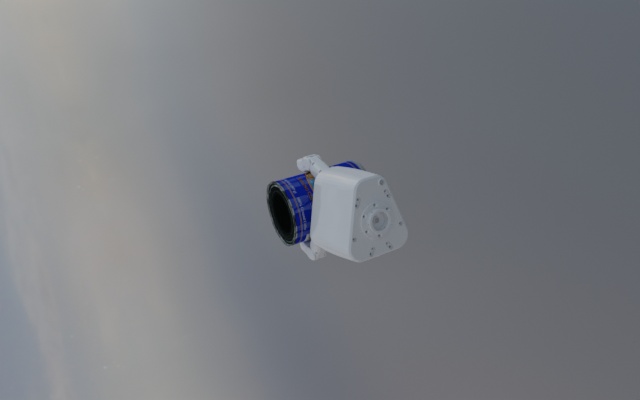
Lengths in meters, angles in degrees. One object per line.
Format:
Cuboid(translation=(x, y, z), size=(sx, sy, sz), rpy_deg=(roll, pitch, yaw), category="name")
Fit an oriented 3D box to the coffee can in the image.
Cuboid(translation=(0.000, 0.002, 0.747), size=(0.140, 0.103, 0.103), rpy_deg=(-17, 7, -24), category="coffee can")
